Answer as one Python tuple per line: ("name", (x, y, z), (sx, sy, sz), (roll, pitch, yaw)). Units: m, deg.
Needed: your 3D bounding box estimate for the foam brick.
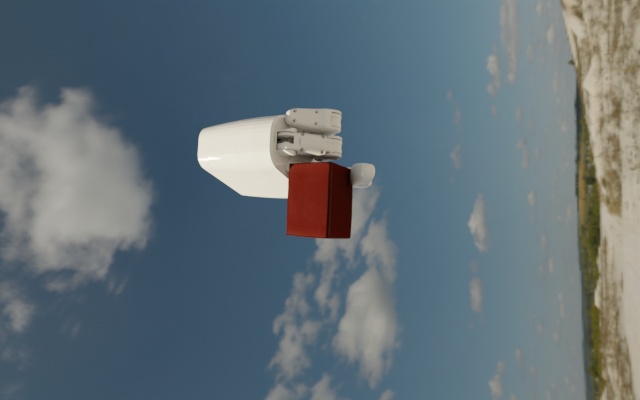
("foam brick", (0.000, 0.002, 0.505), (0.051, 0.078, 0.053), (-1, -6, 29))
